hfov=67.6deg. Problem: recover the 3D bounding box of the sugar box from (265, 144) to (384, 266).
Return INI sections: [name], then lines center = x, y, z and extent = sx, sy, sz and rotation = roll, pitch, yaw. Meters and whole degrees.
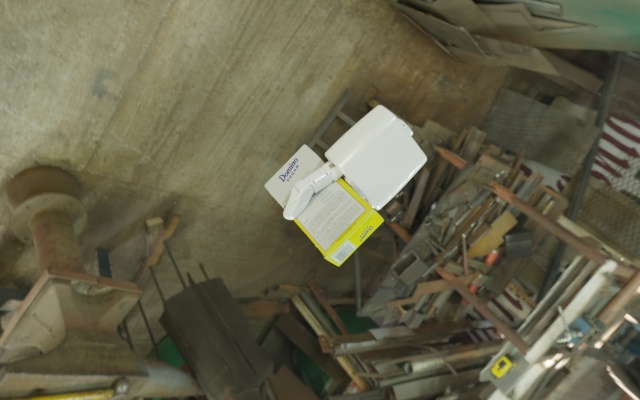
[sugar box]
center = 0.001, 0.002, 0.693
extent = 0.176, 0.093, 0.048
rotation = 48, 4, 41
